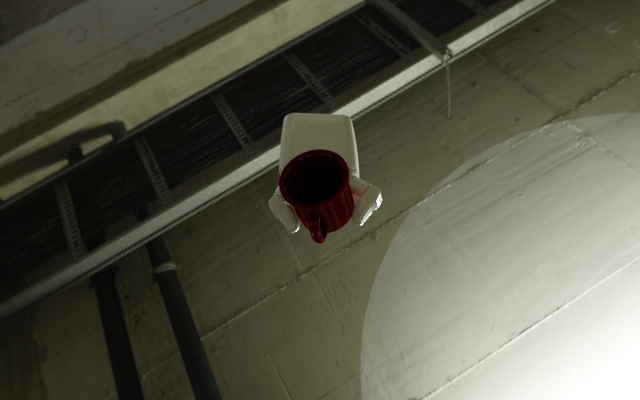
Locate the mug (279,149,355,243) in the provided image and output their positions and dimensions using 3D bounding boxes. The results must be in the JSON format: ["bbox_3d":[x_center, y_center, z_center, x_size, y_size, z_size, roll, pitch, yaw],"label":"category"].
[{"bbox_3d":[0.000,0.003,0.636,0.093,0.117,0.082,-7,-34,11],"label":"mug"}]
